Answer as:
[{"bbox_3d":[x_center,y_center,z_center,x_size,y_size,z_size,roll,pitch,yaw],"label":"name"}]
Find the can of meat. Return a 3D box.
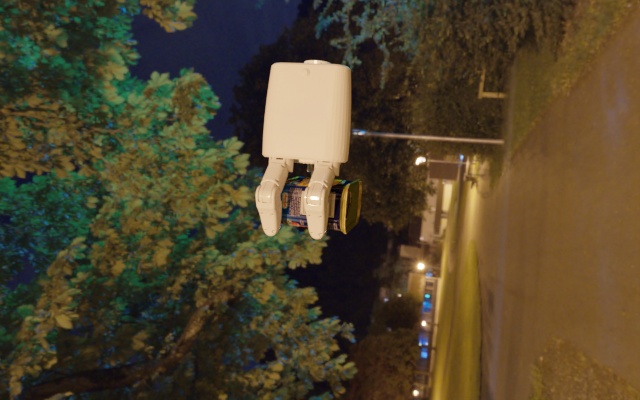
[{"bbox_3d":[0.000,0.002,0.578,0.084,0.057,0.102,6,8,14],"label":"can of meat"}]
